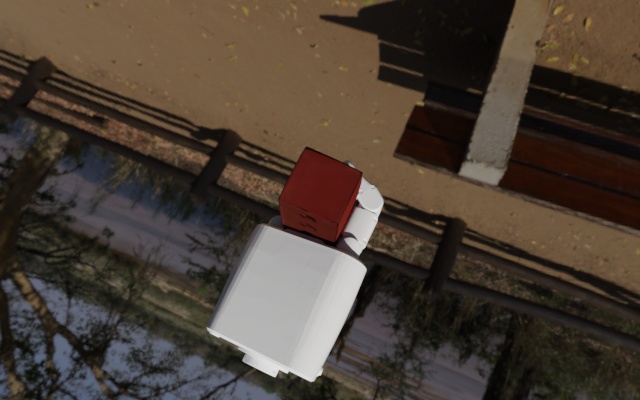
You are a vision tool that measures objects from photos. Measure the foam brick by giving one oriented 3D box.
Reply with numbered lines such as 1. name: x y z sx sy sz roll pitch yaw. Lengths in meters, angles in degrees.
1. foam brick: 0.000 0.001 0.407 0.053 0.051 0.078 24 -20 9
